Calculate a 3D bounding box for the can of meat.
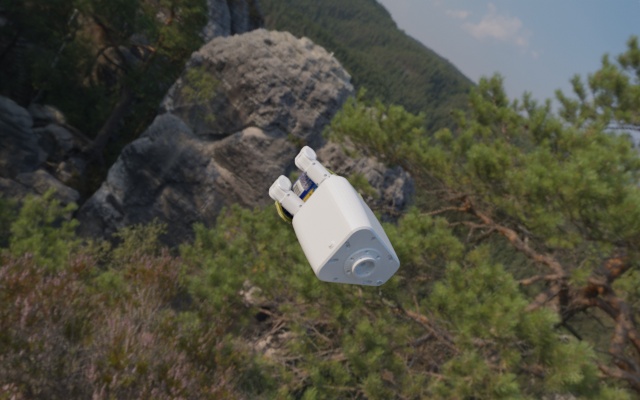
[{"bbox_3d":[0.000,0.002,0.702,0.102,0.084,0.057,29,21,-32],"label":"can of meat"}]
